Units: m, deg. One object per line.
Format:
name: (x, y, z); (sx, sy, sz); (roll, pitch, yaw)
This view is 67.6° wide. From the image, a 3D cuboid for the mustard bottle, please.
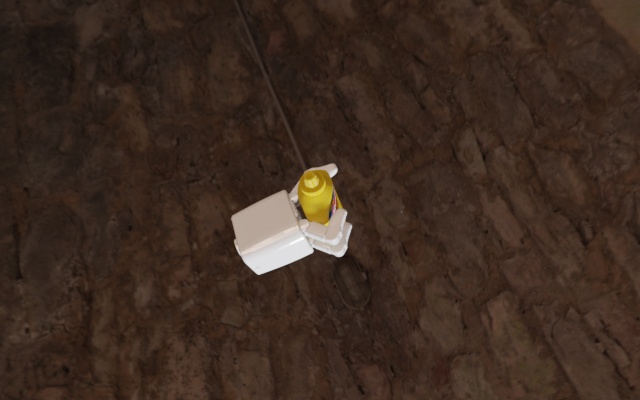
mustard bottle: (0.001, 0.003, 0.807); (0.058, 0.096, 0.192); (-2, -26, 11)
